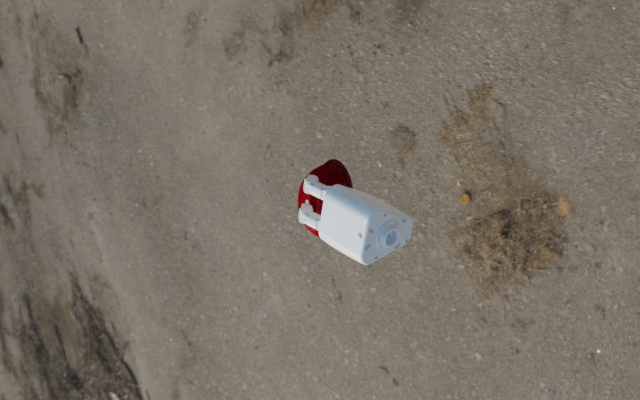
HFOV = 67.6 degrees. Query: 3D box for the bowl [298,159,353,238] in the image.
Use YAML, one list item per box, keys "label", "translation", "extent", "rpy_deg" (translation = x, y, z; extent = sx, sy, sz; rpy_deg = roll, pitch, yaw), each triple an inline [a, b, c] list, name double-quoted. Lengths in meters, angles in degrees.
- label: "bowl"
  translation: [-0.001, 0.003, 0.890]
  extent: [0.055, 0.162, 0.162]
  rpy_deg: [-1, 0, -26]
